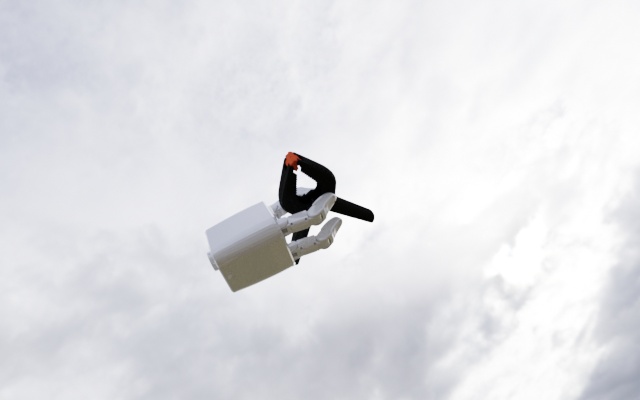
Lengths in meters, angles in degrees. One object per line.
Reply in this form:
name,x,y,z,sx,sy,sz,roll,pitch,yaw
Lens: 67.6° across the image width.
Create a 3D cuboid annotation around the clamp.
clamp,-0.001,0.002,0.759,0.164,0.210,0.036,-25,42,-8
